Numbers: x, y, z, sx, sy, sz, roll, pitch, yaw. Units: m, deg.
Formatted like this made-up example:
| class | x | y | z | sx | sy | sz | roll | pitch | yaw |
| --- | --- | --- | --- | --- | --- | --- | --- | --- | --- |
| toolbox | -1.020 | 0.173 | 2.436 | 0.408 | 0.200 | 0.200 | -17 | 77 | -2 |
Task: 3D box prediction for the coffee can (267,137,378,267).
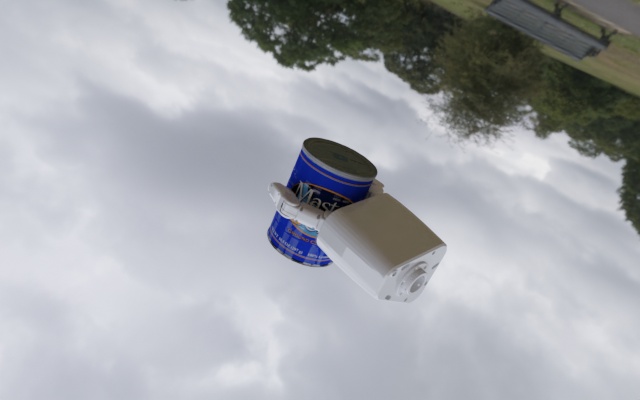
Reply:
| class | x | y | z | sx | sy | sz | roll | pitch | yaw |
| --- | --- | --- | --- | --- | --- | --- | --- | --- | --- |
| coffee can | 0.000 | 0.002 | 0.633 | 0.103 | 0.140 | 0.102 | 20 | 24 | -9 |
